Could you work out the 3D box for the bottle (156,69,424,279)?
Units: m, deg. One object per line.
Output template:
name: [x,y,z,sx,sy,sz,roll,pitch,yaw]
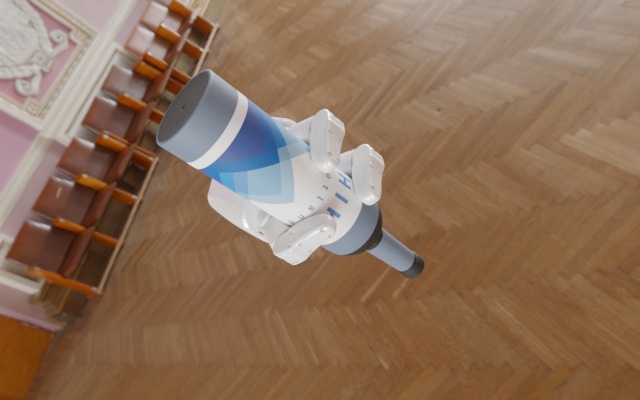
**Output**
bottle: [0.000,0.001,0.429,0.296,0.069,0.069,35,-21,-34]
